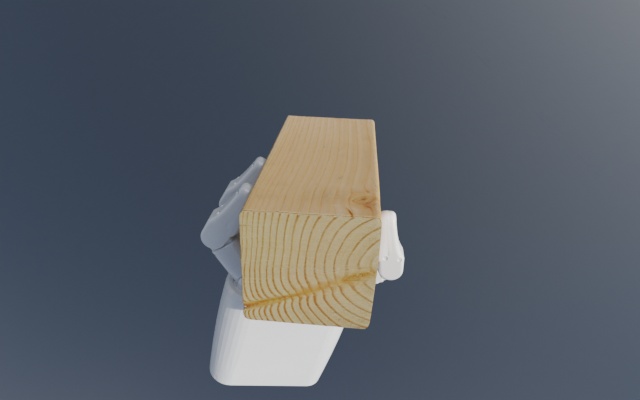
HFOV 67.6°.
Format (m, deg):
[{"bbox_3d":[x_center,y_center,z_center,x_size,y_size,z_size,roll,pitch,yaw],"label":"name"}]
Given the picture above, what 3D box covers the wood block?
[{"bbox_3d":[0.000,0.002,0.404,0.091,0.090,0.206,4,27,3],"label":"wood block"}]
